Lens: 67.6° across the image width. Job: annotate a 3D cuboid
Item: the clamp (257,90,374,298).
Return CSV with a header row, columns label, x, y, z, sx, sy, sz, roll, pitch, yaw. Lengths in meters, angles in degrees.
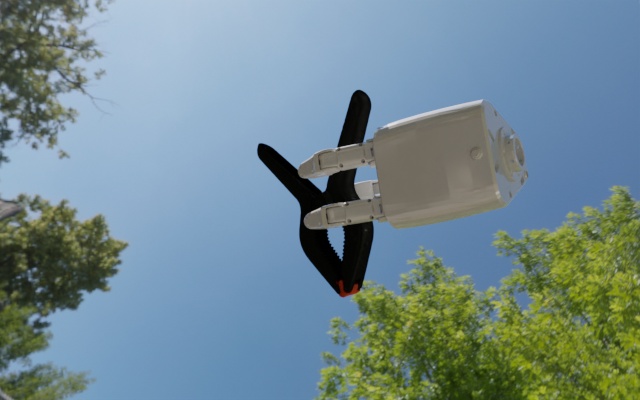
label,x,y,z,sx,sy,sz,roll,pitch,yaw
clamp,0.001,0.002,0.532,0.164,0.210,0.036,-13,-7,39
